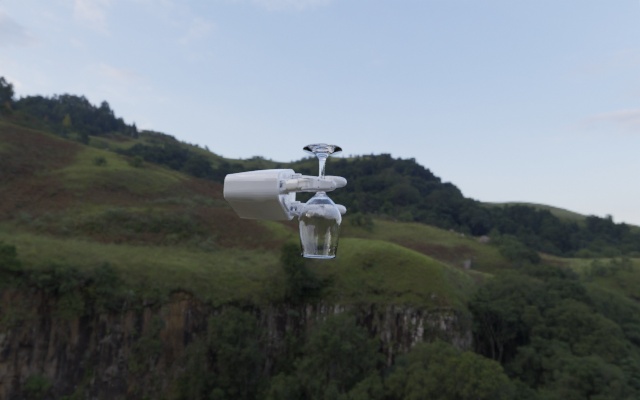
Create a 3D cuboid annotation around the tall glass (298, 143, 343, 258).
[{"bbox_3d":[0.000,0.002,0.868,0.079,0.201,0.079,2,-10,0],"label":"tall glass"}]
